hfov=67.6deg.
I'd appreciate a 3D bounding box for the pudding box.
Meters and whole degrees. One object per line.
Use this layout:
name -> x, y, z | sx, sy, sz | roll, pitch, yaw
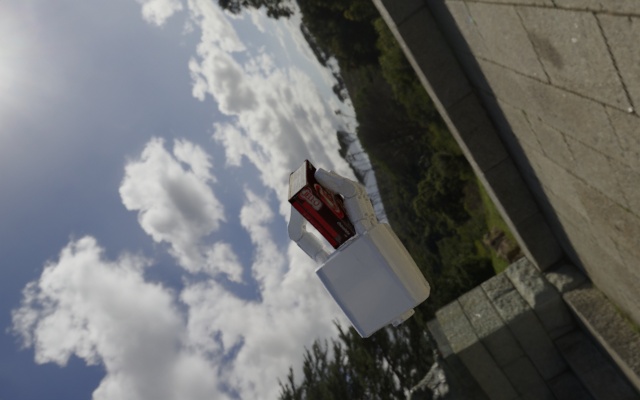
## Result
pudding box -> 0.000, 0.002, 0.622 | 0.039, 0.090, 0.113 | -40, 17, 9
